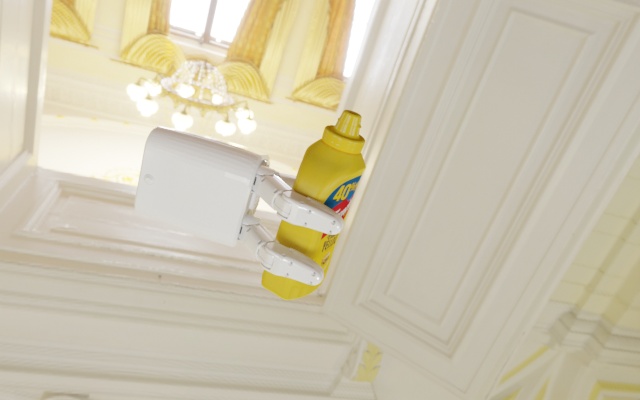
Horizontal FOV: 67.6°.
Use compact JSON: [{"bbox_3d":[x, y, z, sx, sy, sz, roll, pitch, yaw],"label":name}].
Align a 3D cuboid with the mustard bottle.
[{"bbox_3d":[0.000,0.002,0.480,0.058,0.192,0.096,28,24,20],"label":"mustard bottle"}]
